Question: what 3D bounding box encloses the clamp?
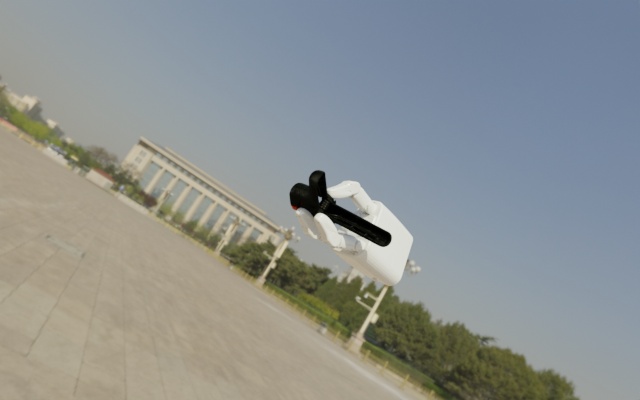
[{"bbox_3d":[0.000,0.002,0.754,0.165,0.036,0.210,45,-17,-30],"label":"clamp"}]
